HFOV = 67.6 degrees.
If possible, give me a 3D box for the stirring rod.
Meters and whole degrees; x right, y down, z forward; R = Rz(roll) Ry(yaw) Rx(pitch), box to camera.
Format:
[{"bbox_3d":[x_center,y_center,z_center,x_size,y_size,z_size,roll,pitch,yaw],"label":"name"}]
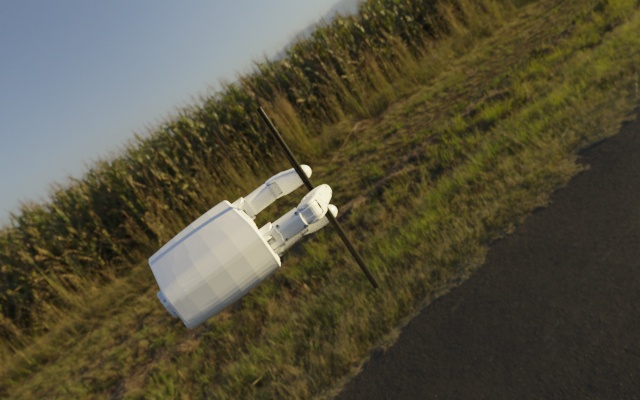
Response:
[{"bbox_3d":[0.000,0.002,0.523,0.011,0.239,0.011,-32,14,9],"label":"stirring rod"}]
